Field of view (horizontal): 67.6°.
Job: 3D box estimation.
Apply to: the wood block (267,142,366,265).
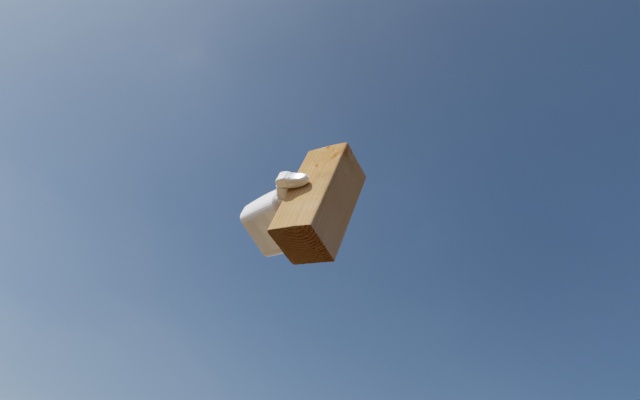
[{"bbox_3d":[0.000,0.002,0.839,0.090,0.091,0.206,-9,40,33],"label":"wood block"}]
